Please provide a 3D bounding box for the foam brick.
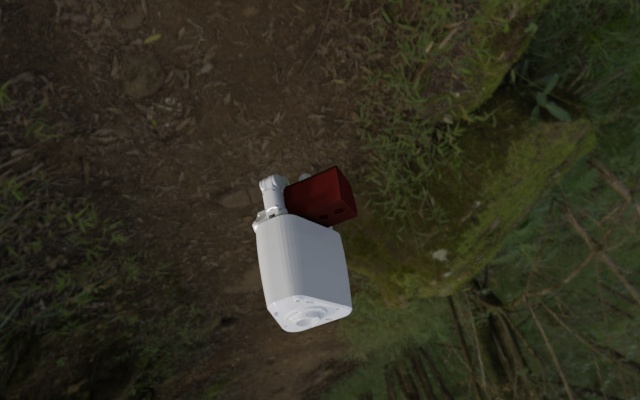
[{"bbox_3d":[0.000,0.002,0.605,0.078,0.051,0.053,-23,-36,17],"label":"foam brick"}]
